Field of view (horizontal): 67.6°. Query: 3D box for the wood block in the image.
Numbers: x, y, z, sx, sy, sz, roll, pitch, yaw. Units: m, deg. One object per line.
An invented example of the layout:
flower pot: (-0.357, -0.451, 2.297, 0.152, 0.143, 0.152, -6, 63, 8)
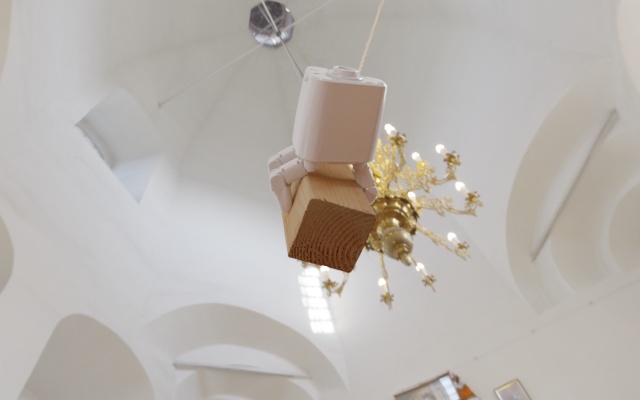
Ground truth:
wood block: (0.001, 0.002, 0.681, 0.091, 0.090, 0.206, 16, 22, -15)
